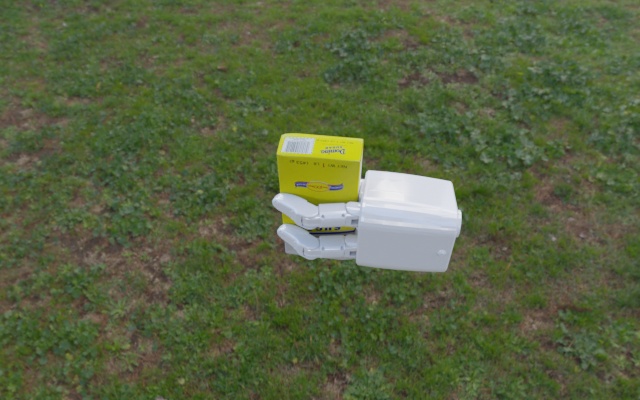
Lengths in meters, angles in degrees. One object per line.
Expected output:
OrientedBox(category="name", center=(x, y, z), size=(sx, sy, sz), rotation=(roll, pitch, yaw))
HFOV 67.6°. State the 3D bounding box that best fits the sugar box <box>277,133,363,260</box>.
OrientedBox(category="sugar box", center=(0.000, 0.002, 0.578), size=(0.093, 0.176, 0.048), rotation=(6, 45, 7))
